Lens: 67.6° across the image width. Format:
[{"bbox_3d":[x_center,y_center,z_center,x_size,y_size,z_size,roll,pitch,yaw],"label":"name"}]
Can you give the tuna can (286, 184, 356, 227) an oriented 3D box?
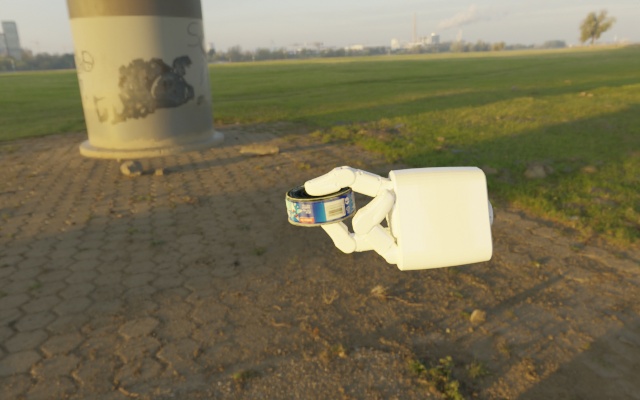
[{"bbox_3d":[0.000,0.001,0.595,0.086,0.034,0.086,-7,16,2],"label":"tuna can"}]
